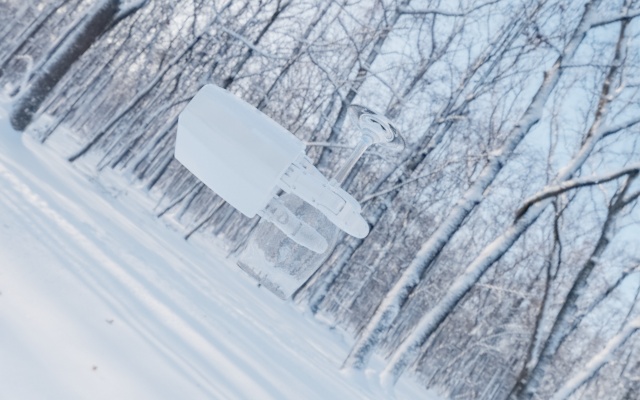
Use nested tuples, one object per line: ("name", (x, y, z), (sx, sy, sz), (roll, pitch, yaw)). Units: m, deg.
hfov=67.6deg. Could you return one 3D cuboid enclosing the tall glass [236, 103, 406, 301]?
("tall glass", (0.001, 0.001, 0.484), (0.079, 0.201, 0.079), (35, -10, 7))
